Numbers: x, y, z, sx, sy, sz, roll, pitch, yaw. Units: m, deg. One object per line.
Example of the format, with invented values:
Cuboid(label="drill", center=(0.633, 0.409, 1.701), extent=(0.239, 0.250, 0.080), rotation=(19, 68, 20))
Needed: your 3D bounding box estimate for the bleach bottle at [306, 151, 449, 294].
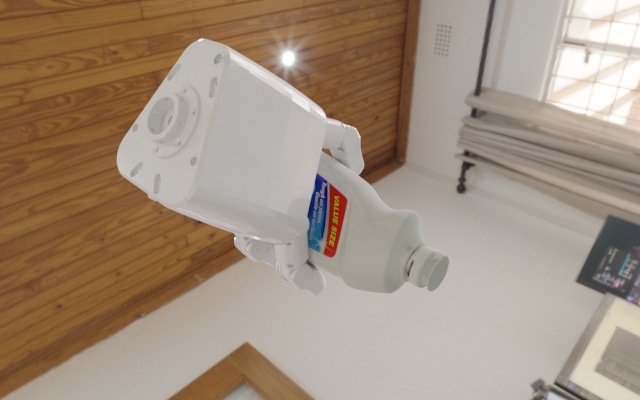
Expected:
Cuboid(label="bleach bottle", center=(0.000, 0.001, 0.422), extent=(0.250, 0.102, 0.068), rotation=(26, 2, 37))
